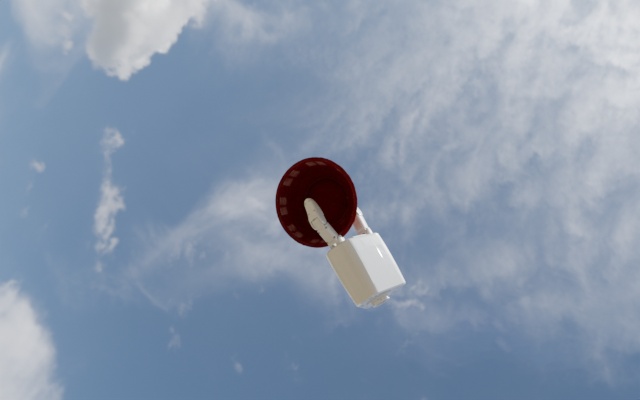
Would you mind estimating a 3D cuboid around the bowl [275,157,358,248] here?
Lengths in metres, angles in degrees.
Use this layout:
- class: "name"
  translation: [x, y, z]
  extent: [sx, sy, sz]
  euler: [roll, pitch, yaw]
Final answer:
- class: "bowl"
  translation: [0.000, 0.002, 0.872]
  extent: [0.162, 0.162, 0.055]
  euler: [0, 3, 24]
